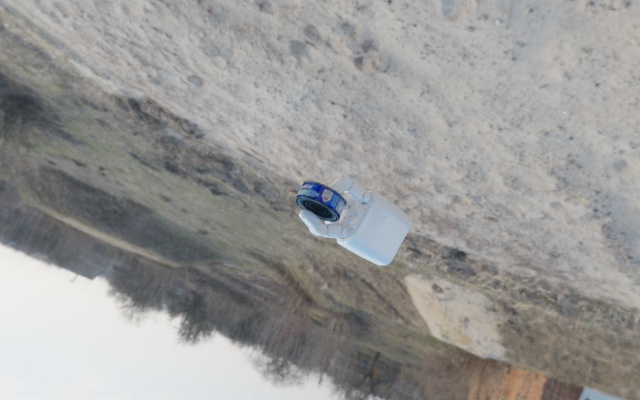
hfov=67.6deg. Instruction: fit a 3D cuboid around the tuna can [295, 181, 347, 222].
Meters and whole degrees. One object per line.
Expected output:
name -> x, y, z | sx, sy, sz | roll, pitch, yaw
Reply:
tuna can -> 0.000, 0.003, 0.831 | 0.086, 0.033, 0.086 | 24, -19, 9
